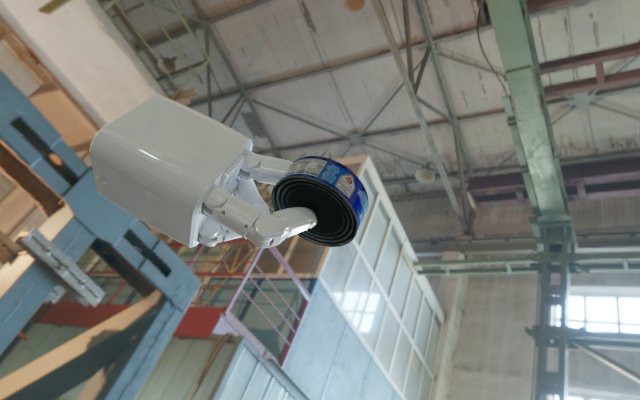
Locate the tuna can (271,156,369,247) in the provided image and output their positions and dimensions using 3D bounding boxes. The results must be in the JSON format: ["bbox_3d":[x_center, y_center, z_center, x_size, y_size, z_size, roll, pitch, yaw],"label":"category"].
[{"bbox_3d":[0.000,0.001,0.439,0.086,0.086,0.033,0,42,34],"label":"tuna can"}]
